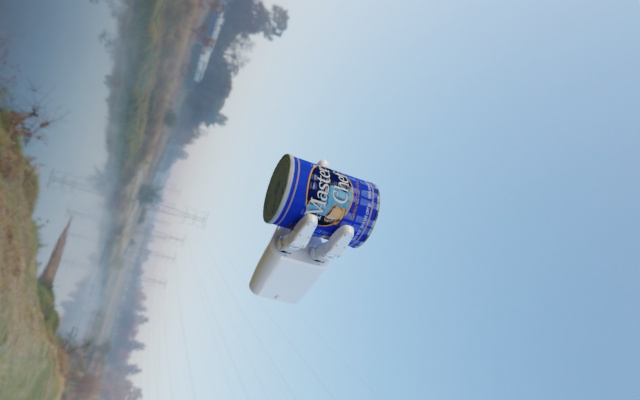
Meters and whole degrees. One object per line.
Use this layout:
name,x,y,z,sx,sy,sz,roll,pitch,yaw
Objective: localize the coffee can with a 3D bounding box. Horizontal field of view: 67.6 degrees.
coffee can,0.000,0.002,0.692,0.140,0.103,0.103,18,-6,-19
